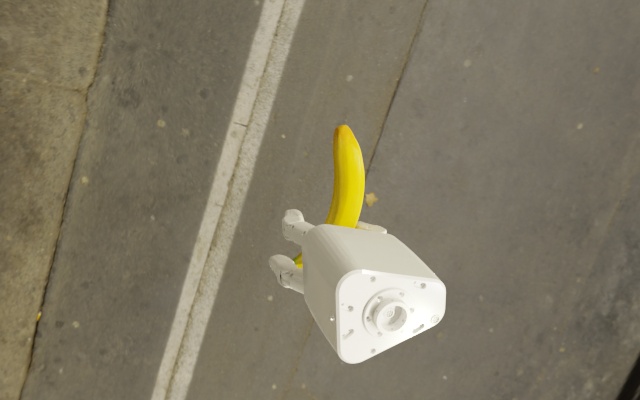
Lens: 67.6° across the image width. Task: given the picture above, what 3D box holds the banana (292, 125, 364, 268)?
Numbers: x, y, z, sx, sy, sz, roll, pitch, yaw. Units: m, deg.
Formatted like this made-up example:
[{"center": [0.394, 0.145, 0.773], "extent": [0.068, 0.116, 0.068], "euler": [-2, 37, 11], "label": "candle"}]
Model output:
[{"center": [0.015, 0.011, 0.576], "extent": [0.069, 0.198, 0.037], "euler": [19, 12, -19], "label": "banana"}]
